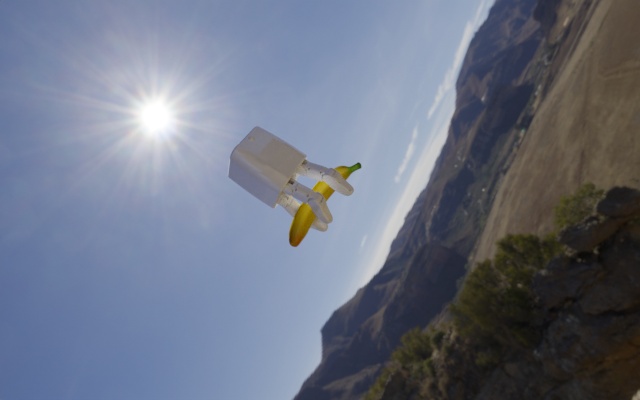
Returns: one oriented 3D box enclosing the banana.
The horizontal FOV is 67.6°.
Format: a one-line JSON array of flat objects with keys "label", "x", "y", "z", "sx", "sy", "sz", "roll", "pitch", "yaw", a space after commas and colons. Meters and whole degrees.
[{"label": "banana", "x": -0.005, "y": 0.002, "z": 0.861, "sx": 0.037, "sy": 0.197, "sz": 0.069, "roll": 42, "pitch": -18, "yaw": -14}]
